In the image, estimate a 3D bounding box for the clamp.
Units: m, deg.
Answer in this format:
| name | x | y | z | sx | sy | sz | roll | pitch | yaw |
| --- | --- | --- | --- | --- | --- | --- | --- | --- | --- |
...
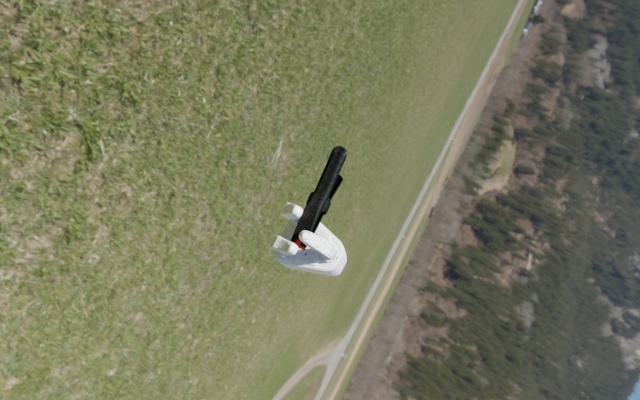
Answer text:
| name | x | y | z | sx | sy | sz | roll | pitch | yaw |
| --- | --- | --- | --- | --- | --- | --- | --- | --- | --- |
| clamp | 0.001 | 0.003 | 0.784 | 0.039 | 0.171 | 0.120 | 25 | -10 | 14 |
